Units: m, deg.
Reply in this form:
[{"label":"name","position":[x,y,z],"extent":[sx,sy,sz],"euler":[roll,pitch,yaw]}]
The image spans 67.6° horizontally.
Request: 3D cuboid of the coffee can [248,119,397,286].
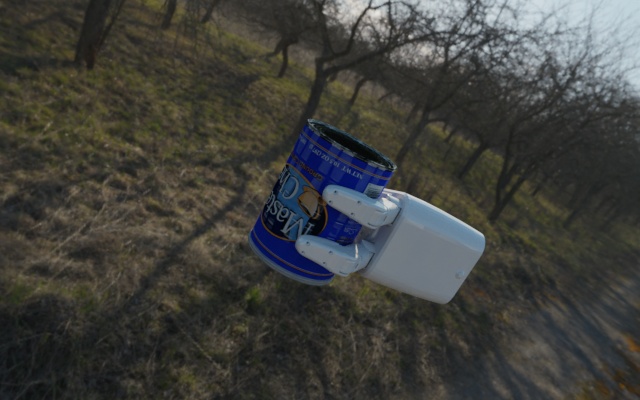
[{"label":"coffee can","position":[0.000,0.002,0.497],"extent":[0.103,0.140,0.102],"euler":[26,16,-8]}]
